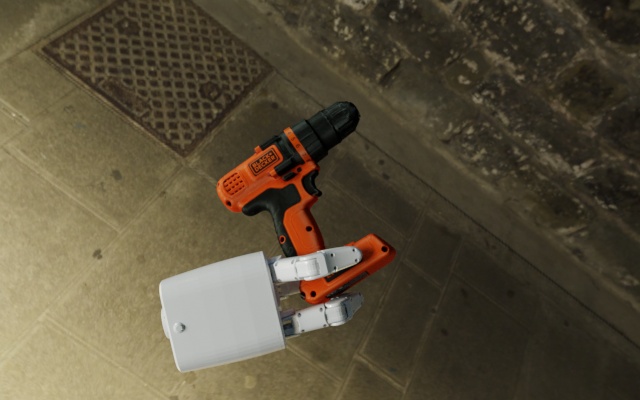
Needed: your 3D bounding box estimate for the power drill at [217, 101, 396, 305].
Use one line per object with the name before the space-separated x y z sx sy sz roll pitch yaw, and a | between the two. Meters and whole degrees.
power drill | 0.000 0.002 0.519 0.184 0.187 0.057 -35 -21 4
